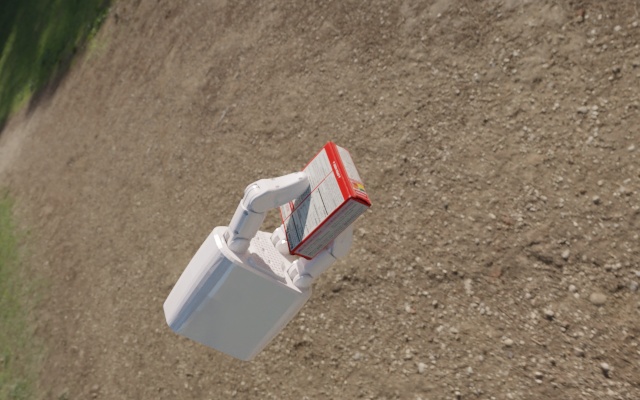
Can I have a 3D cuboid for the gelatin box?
[{"bbox_3d":[0.000,0.001,0.450,0.030,0.073,0.089,21,-54,-37],"label":"gelatin box"}]
